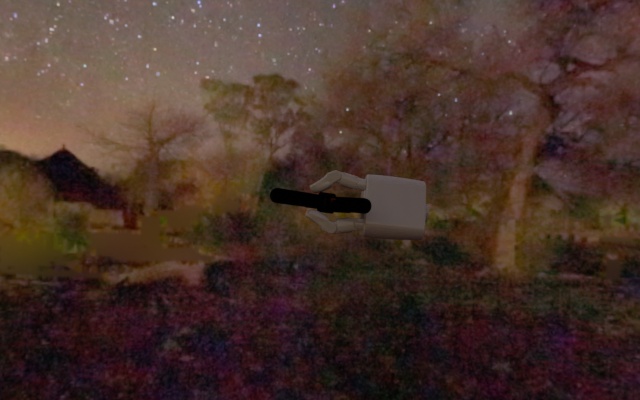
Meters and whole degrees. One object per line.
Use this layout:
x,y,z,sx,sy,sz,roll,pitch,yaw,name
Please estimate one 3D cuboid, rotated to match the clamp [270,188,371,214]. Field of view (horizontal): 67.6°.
0.000,0.002,0.852,0.164,0.036,0.210,8,-2,1,clamp
